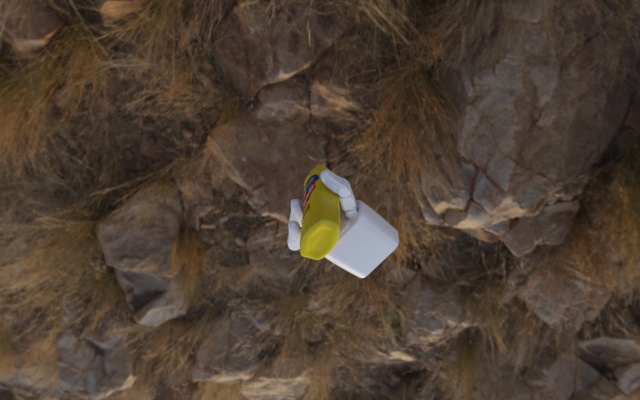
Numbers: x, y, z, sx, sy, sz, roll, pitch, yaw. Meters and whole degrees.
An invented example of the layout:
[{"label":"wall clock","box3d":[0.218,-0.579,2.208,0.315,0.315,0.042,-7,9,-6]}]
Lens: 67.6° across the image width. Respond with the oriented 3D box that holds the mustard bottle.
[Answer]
[{"label":"mustard bottle","box3d":[0.000,0.003,0.829,0.058,0.096,0.191,15,41,-12]}]
